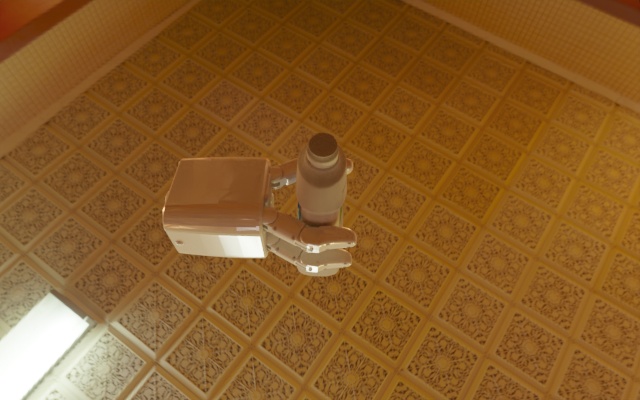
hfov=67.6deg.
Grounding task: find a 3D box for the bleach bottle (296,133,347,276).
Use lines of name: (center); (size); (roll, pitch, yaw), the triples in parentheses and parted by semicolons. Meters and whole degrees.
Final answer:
bleach bottle: (0.000, 0.002, 0.564); (0.068, 0.102, 0.251); (1, -30, 0)
